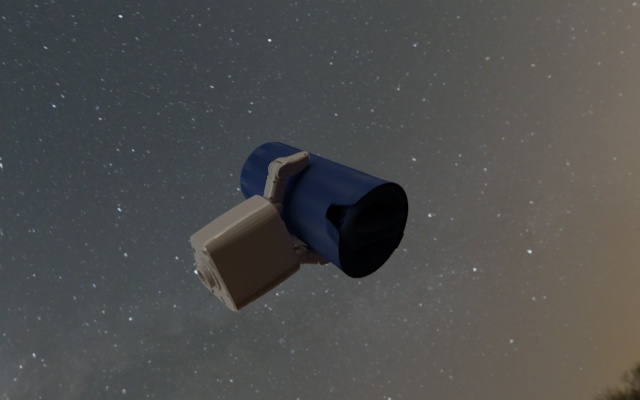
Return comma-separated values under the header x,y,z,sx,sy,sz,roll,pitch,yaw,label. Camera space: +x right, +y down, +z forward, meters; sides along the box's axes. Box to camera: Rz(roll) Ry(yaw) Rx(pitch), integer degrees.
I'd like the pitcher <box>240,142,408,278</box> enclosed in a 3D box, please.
x,y,z,sx,sy,sz,roll,pitch,yaw,label
0.000,0.002,0.690,0.145,0.149,0.242,-33,42,-29,pitcher
